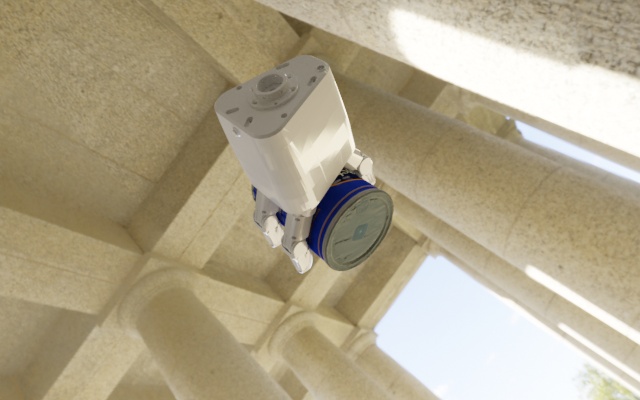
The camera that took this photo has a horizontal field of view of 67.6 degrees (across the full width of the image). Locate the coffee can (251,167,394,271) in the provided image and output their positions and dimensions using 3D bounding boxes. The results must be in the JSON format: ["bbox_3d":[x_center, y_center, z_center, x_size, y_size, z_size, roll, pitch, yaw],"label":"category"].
[{"bbox_3d":[0.000,0.002,0.562,0.103,0.103,0.140,0,28,-47],"label":"coffee can"}]
